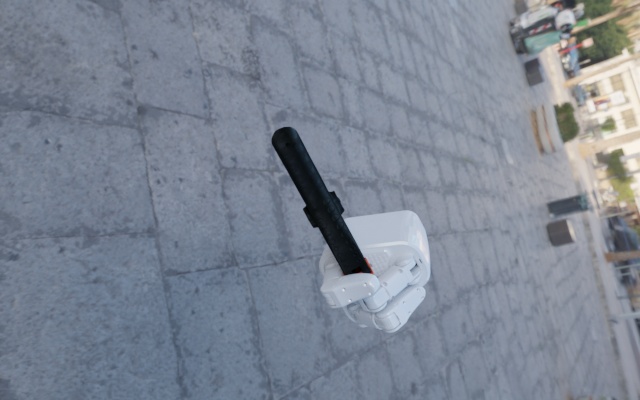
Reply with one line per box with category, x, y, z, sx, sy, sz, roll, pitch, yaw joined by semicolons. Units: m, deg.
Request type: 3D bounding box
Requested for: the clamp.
clamp;0.001;0.001;0.479;0.039;0.171;0.120;-24;13;7
